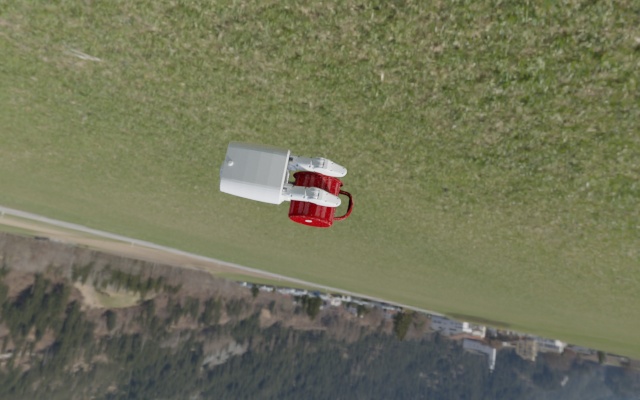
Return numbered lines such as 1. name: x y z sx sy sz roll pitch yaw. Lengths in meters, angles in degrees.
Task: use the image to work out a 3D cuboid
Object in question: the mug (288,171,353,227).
1. mug: 0.002 0.003 0.859 0.117 0.081 0.093 11 -13 0
